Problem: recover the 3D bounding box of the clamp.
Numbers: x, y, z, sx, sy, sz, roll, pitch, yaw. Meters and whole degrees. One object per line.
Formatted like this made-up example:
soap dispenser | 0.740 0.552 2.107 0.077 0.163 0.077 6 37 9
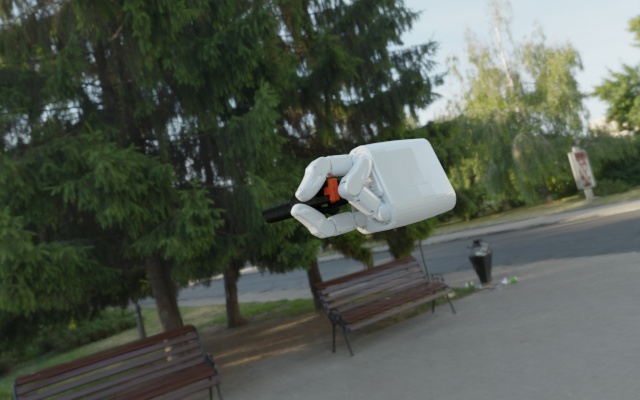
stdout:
clamp | 0.000 0.002 0.660 0.120 0.039 0.171 -12 -4 -28
